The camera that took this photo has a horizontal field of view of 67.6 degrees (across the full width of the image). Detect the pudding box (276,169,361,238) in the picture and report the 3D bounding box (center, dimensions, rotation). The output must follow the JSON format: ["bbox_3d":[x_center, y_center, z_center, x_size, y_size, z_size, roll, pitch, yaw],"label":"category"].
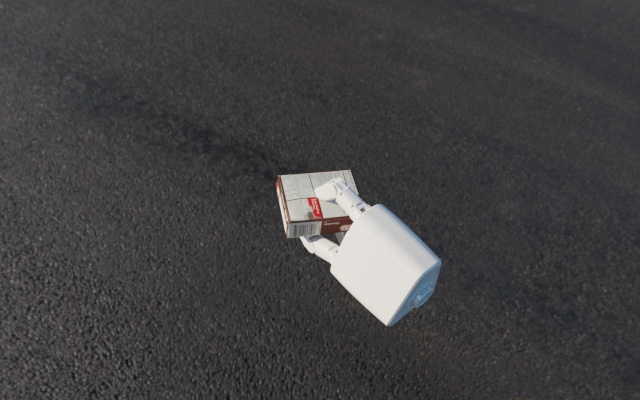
[{"bbox_3d":[0.000,0.002,0.675,0.113,0.090,0.039,-4,-40,-14],"label":"pudding box"}]
